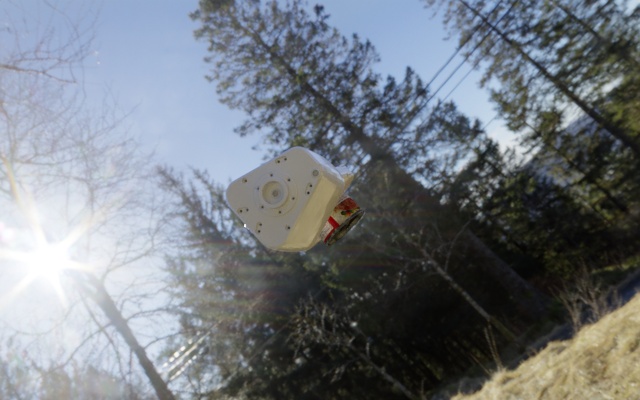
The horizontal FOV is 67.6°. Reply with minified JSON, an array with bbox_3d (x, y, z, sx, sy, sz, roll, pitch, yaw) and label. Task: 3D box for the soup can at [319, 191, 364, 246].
[{"bbox_3d":[0.000,0.002,0.648,0.068,0.102,0.068,-41,-13,-12],"label":"soup can"}]
